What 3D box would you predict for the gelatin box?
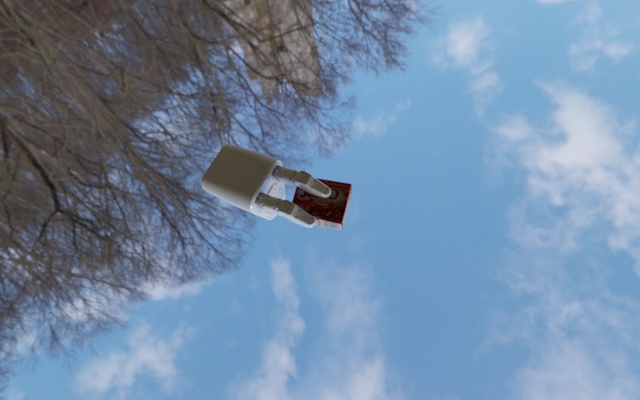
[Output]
[{"bbox_3d":[0.000,0.003,0.770,0.089,0.073,0.030,11,-25,10],"label":"gelatin box"}]
